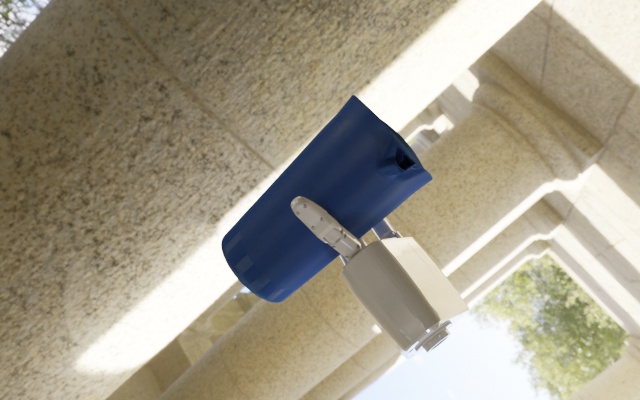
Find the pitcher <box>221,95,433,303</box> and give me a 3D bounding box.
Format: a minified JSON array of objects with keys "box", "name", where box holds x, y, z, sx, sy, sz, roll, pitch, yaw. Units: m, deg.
[{"box":[0.000,0.002,0.574,0.243,0.145,0.149,-43,-26,8],"name":"pitcher"}]
